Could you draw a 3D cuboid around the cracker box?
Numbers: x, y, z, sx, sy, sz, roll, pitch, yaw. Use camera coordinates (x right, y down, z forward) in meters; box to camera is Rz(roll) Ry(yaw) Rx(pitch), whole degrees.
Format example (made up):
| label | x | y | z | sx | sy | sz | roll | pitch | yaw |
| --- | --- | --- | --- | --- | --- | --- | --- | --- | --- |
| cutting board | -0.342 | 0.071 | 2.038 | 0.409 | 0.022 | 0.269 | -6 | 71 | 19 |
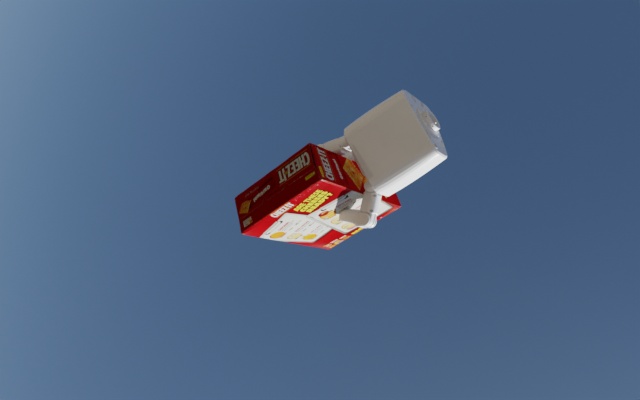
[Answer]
| label | x | y | z | sx | sy | sz | roll | pitch | yaw |
| --- | --- | --- | --- | --- | --- | --- | --- | --- | --- |
| cracker box | 0.000 | 0.003 | 0.752 | 0.164 | 0.072 | 0.214 | -33 | -30 | 29 |
